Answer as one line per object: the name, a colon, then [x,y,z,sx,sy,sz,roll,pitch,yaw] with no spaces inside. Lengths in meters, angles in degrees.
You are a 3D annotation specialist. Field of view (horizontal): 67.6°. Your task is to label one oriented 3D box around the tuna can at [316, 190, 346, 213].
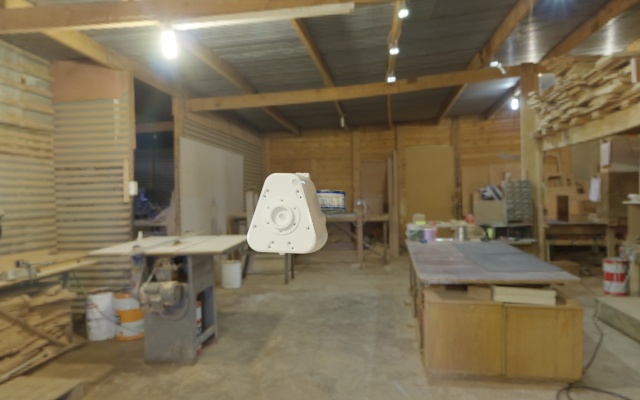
tuna can: [0.000,0.002,0.802,0.086,0.033,0.086,-1,-5,0]
